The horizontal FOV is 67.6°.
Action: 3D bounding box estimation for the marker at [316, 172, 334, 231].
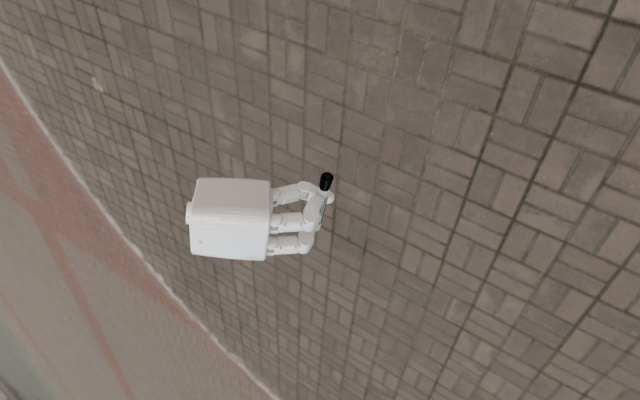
[{"bbox_3d":[0.000,0.002,0.716,0.020,0.020,0.121,0,-41,-13],"label":"marker"}]
